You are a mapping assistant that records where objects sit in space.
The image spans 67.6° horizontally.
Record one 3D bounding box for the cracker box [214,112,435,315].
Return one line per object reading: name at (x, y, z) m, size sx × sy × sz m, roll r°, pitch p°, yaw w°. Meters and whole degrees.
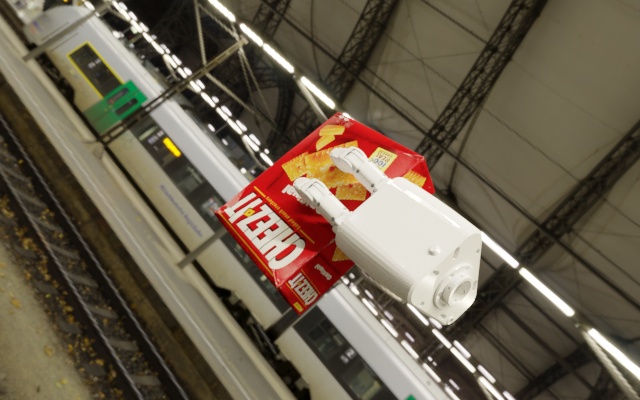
cracker box at (0.000, 0.002, 0.573) m, size 0.164 × 0.213 × 0.072 m, roll 39°, pitch -15°, yaw 44°
